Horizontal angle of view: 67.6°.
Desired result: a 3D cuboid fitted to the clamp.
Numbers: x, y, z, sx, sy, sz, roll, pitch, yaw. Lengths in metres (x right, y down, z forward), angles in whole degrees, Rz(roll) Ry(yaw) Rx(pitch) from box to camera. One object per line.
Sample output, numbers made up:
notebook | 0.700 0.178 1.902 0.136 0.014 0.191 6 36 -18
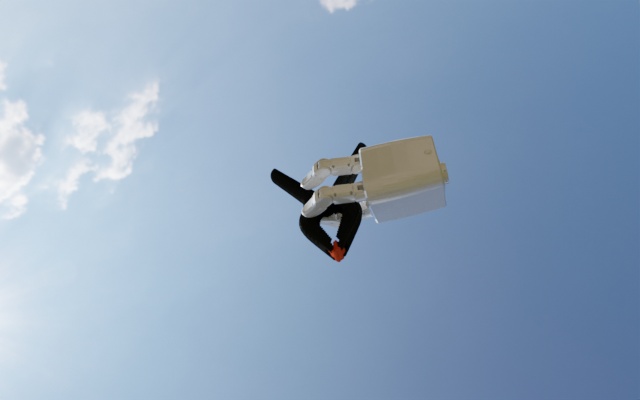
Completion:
clamp | 0.001 0.003 0.723 0.164 0.209 0.036 -12 -42 11
